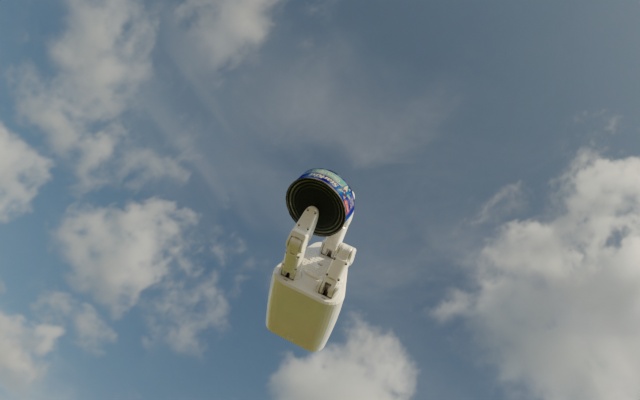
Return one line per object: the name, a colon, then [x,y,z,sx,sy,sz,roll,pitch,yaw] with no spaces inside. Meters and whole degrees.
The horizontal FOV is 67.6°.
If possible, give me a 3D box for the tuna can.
tuna can: [0.000,0.002,0.616,0.086,0.086,0.033,0,29,31]
